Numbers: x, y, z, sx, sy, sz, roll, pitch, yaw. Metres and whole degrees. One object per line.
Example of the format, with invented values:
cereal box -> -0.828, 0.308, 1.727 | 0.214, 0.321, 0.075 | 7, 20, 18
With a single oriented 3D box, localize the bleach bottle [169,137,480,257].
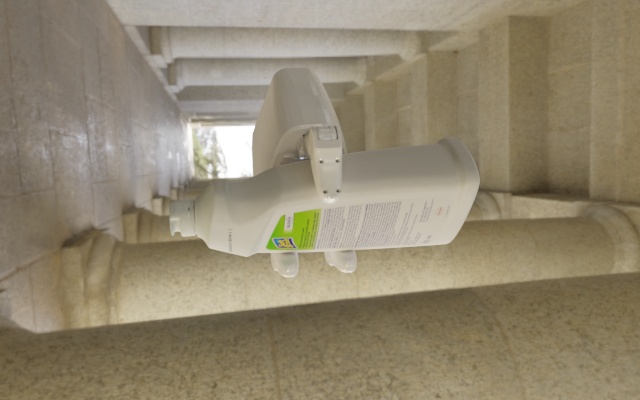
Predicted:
bleach bottle -> 0.000, 0.001, 0.413 | 0.251, 0.068, 0.103 | -4, -44, -12
